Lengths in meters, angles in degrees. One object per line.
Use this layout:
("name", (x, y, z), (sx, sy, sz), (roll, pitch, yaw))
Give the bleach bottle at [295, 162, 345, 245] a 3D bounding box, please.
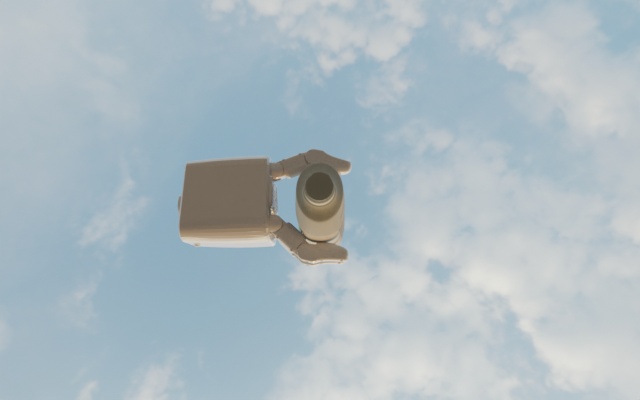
("bleach bottle", (0.000, 0.002, 0.585), (0.068, 0.102, 0.251), (-1, -11, 0))
